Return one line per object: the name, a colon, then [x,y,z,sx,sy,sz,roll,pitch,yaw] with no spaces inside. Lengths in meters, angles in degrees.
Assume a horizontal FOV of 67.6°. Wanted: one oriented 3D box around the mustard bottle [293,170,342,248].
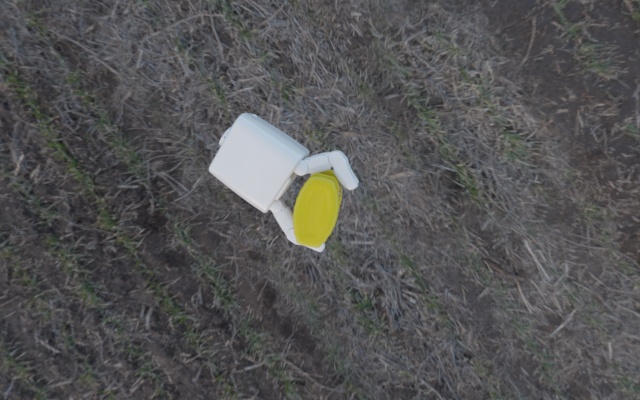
mustard bottle: [0.000,0.002,0.705,0.058,0.096,0.191,12,9,2]
